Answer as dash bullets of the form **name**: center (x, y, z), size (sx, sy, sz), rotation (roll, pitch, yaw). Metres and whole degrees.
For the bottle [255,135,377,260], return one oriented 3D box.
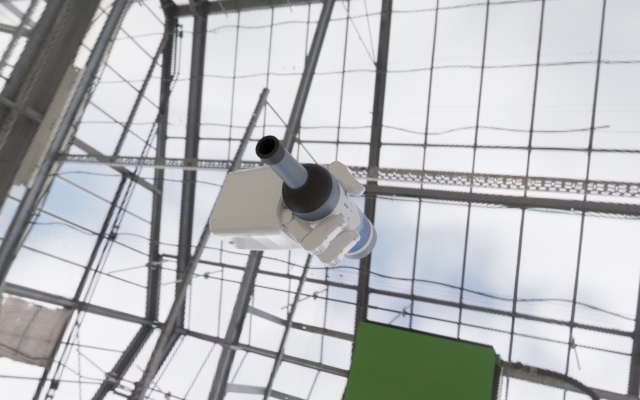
- **bottle**: center (0.000, 0.002, 0.606), size (0.069, 0.069, 0.296), rotation (0, -23, 24)
